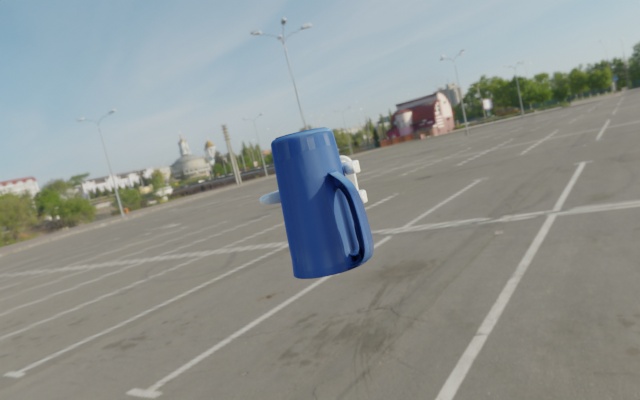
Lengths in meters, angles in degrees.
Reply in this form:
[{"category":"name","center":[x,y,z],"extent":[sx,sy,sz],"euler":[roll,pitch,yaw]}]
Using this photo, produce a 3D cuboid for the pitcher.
[{"category":"pitcher","center":[0.000,0.003,0.810],"extent":[0.149,0.243,0.145],"euler":[-12,5,7]}]
